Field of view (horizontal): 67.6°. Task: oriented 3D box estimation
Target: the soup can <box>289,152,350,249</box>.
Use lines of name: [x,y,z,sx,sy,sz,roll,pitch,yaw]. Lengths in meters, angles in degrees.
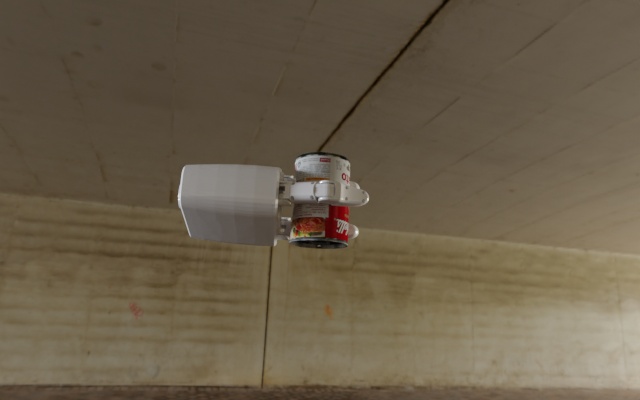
soup can: [0.001,0.002,0.560,0.068,0.102,0.068,3,-14,1]
